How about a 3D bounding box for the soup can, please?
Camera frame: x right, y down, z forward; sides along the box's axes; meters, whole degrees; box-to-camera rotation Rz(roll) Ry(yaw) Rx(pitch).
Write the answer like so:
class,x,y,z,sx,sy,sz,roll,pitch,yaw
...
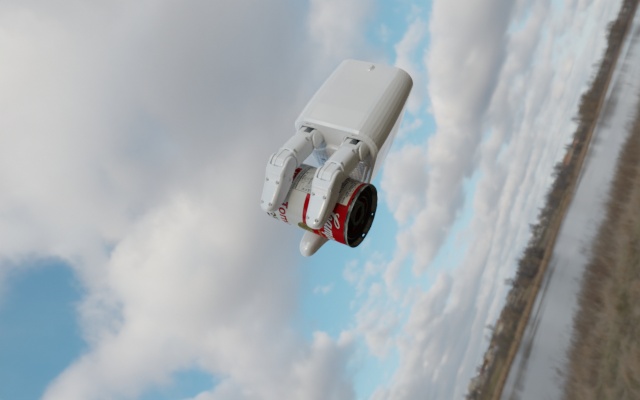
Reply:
class,x,y,z,sx,sy,sz,roll,pitch,yaw
soup can,0.000,0.002,0.505,0.102,0.068,0.068,19,8,26
